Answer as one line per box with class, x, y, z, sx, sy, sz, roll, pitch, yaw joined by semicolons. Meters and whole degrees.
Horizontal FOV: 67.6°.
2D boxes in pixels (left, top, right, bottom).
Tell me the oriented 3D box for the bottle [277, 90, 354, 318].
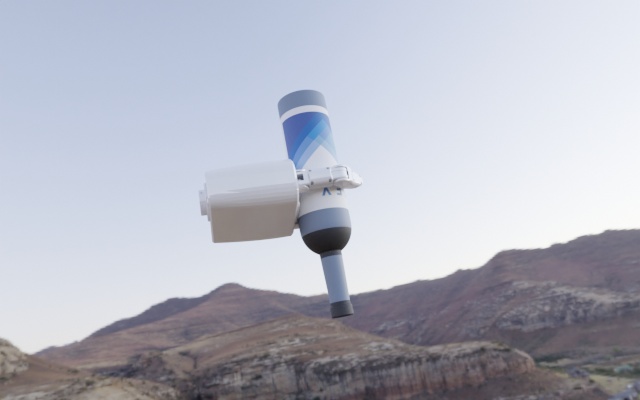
bottle;0.000;0.002;0.620;0.069;0.295;0.069;-10;-16;-3
